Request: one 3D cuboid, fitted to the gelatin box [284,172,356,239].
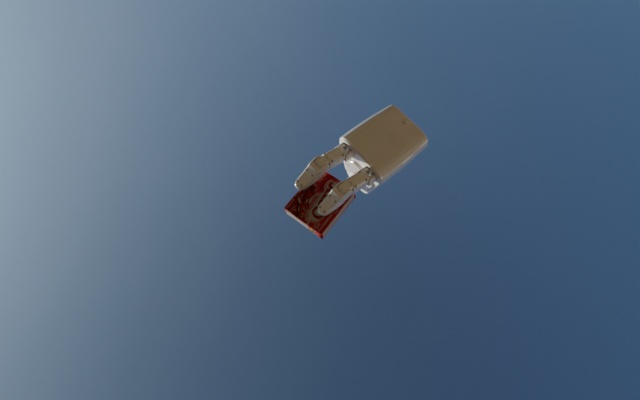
[{"bbox_3d":[0.000,0.003,0.737,0.073,0.089,0.030,35,-14,16],"label":"gelatin box"}]
